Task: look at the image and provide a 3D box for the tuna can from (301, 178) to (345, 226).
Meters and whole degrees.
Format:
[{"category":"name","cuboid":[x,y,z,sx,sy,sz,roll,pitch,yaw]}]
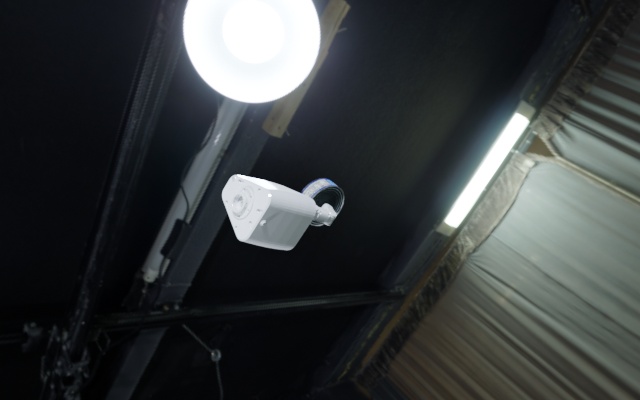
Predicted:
[{"category":"tuna can","cuboid":[0.000,0.003,0.876,0.086,0.086,0.033,0,31,-42]}]
